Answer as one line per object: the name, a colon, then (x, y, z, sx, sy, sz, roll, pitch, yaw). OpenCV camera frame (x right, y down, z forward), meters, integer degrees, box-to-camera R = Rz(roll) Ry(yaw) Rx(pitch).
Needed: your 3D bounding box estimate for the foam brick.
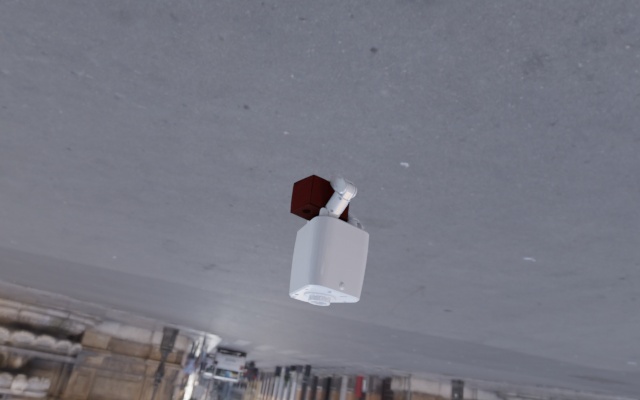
foam brick: (0.000, 0.002, 0.740, 0.078, 0.051, 0.053, 24, -29, -31)
